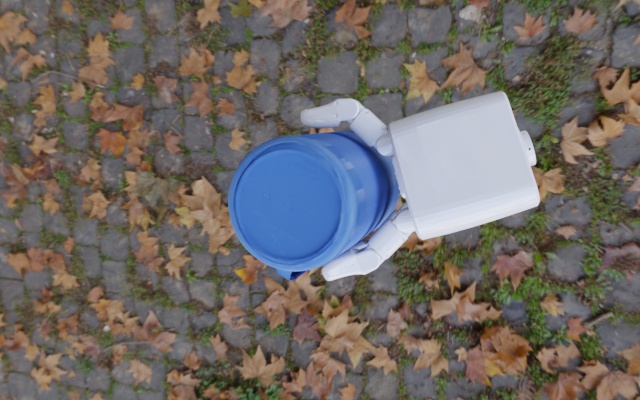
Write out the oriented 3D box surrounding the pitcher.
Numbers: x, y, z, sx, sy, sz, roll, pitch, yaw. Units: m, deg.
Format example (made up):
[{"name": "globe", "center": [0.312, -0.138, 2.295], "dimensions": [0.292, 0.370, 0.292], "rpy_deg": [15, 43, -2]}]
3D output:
[{"name": "pitcher", "center": [0.000, 0.001, 0.484], "dimensions": [0.145, 0.149, 0.243], "rpy_deg": [-17, 2, 16]}]
